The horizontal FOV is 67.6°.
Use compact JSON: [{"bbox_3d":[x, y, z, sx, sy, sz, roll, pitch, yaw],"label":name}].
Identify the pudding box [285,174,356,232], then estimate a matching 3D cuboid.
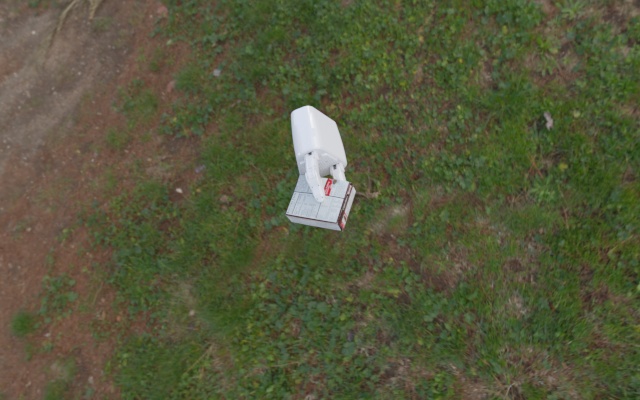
[{"bbox_3d":[0.000,0.003,0.896,0.113,0.090,0.039,9,-21,27],"label":"pudding box"}]
